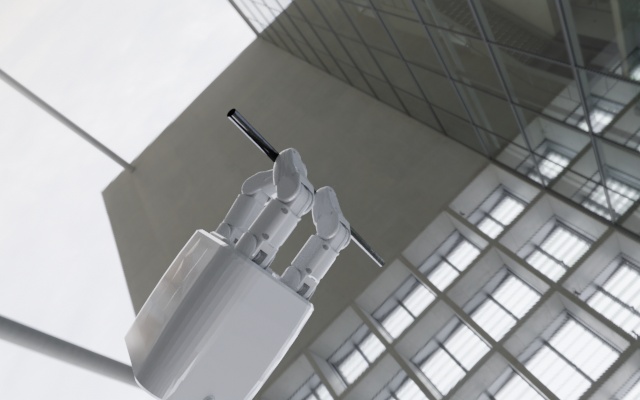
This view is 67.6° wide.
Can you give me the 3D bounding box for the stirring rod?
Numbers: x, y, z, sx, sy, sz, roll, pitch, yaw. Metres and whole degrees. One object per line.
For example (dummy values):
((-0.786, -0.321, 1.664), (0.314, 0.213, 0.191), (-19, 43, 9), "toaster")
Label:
((0.000, 0.001, 0.421), (0.011, 0.011, 0.240), (0, -32, 39), "stirring rod")
